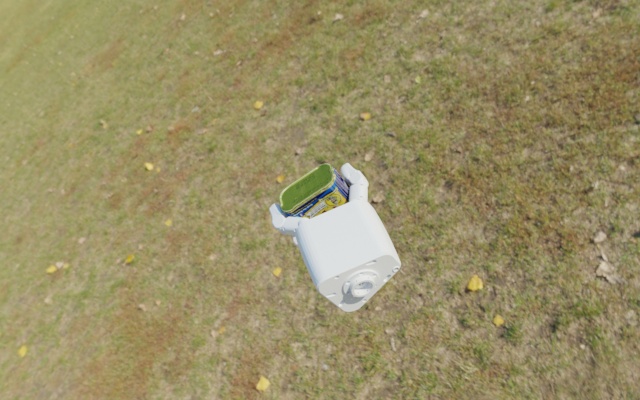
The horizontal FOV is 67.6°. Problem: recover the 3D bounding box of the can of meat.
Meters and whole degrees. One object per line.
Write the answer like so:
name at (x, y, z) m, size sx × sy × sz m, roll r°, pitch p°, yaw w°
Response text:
can of meat at (0.000, 0.002, 0.721) m, size 0.102 × 0.057 × 0.084 m, roll -33°, pitch -48°, yaw 14°
